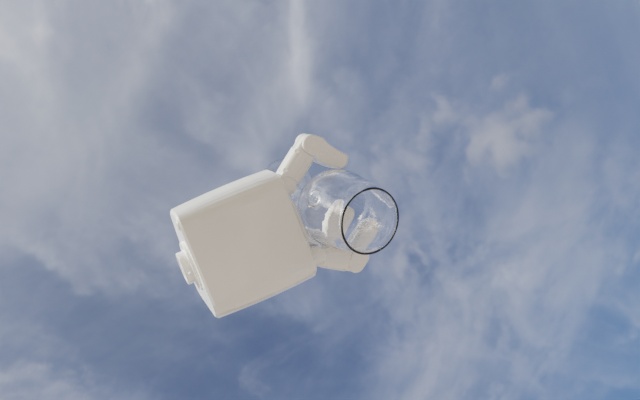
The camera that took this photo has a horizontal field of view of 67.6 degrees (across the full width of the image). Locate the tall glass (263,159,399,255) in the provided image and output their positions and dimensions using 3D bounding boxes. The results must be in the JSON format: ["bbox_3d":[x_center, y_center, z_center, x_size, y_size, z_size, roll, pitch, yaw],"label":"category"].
[{"bbox_3d":[0.000,0.001,0.511,0.079,0.079,0.201,0,10,-28],"label":"tall glass"}]
